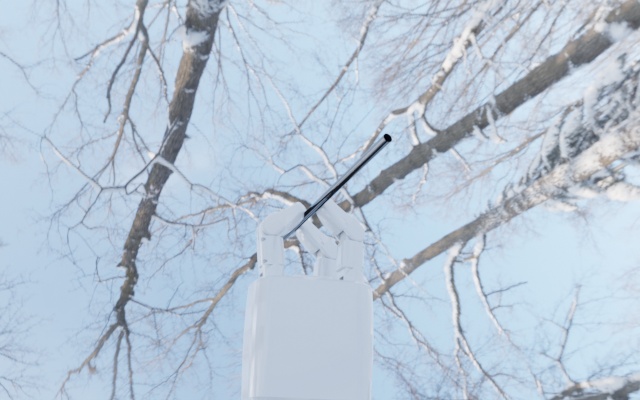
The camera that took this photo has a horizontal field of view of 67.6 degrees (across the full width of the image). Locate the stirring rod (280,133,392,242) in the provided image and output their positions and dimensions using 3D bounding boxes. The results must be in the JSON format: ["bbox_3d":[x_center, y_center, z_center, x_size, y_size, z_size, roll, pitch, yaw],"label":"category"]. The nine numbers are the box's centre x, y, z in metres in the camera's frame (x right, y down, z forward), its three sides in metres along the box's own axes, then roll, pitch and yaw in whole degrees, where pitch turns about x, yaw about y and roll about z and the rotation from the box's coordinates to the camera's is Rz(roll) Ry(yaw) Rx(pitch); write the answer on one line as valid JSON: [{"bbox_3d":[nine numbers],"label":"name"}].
[{"bbox_3d":[0.000,0.002,0.471,0.011,0.011,0.240,0,-25,-29],"label":"stirring rod"}]
